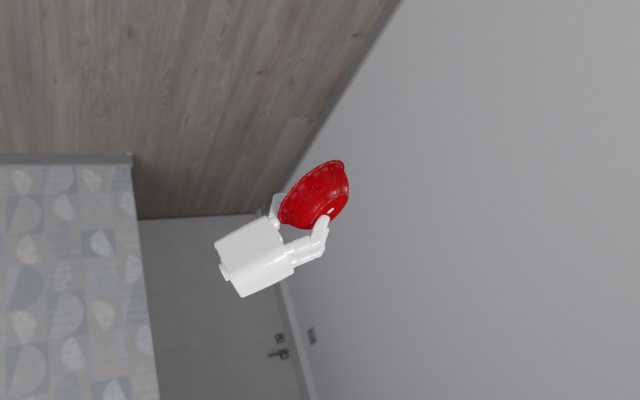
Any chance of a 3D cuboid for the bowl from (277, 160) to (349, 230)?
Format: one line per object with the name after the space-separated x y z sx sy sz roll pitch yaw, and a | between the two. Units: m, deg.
0.001 0.002 0.878 0.055 0.162 0.162 46 20 20 | bowl
